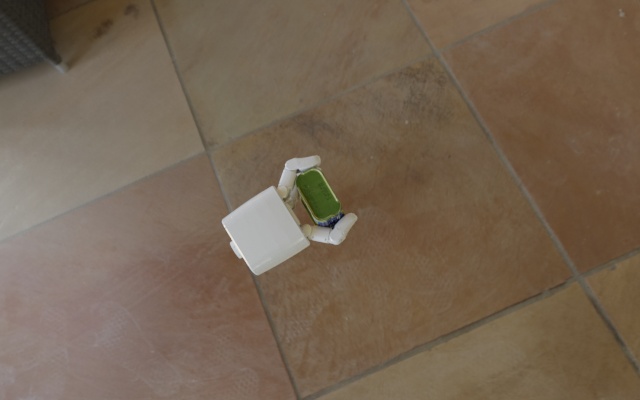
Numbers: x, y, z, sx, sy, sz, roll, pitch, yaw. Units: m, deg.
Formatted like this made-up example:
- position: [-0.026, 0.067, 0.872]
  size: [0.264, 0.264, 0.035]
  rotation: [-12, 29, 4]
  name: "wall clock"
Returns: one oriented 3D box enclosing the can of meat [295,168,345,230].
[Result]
- position: [0.000, 0.003, 0.824]
  size: [0.057, 0.102, 0.084]
  rotation: [-30, -21, -3]
  name: "can of meat"
